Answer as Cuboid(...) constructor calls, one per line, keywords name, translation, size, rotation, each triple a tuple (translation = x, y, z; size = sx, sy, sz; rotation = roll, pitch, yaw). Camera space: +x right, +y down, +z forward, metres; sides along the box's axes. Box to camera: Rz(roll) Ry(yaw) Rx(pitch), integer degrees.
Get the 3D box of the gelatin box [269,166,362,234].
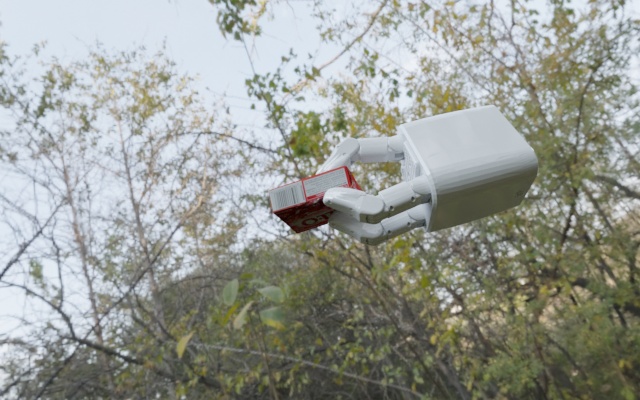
Cuboid(name="gelatin box", translation=(0.000, 0.001, 0.512), size=(0.089, 0.030, 0.073), rotation=(-17, -25, 11))
